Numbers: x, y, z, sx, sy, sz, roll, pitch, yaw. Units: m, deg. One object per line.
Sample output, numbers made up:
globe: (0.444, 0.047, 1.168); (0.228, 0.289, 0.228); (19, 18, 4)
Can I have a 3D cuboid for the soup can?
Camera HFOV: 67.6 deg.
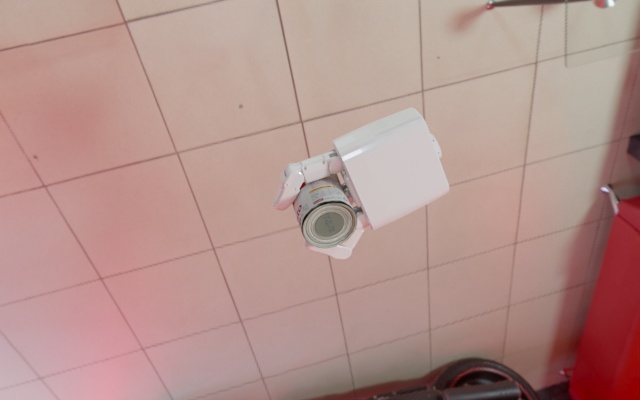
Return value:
soup can: (0.000, 0.002, 0.583); (0.068, 0.068, 0.102); (0, 33, -16)
